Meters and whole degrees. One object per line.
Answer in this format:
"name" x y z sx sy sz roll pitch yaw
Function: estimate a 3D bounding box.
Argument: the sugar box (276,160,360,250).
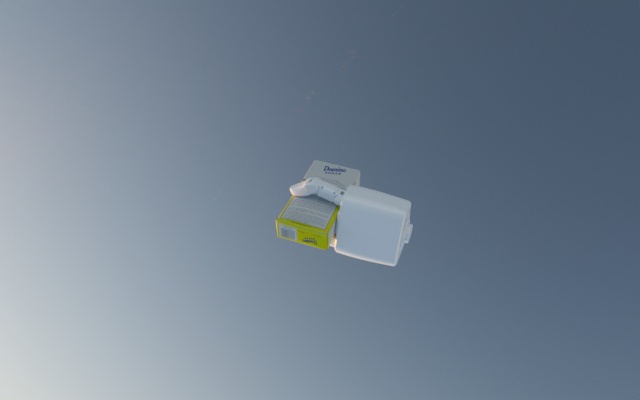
"sugar box" 0.000 0.003 0.837 0.093 0.048 0.176 15 42 16
